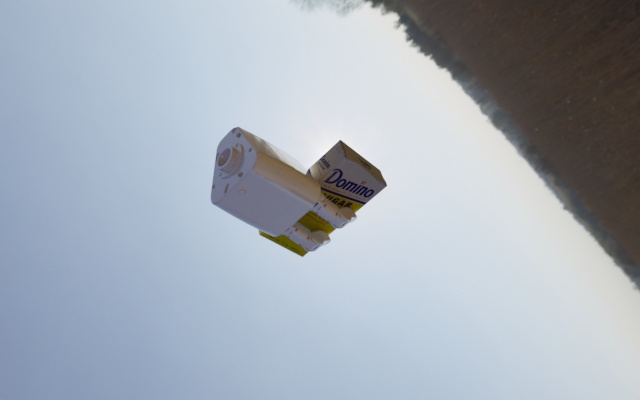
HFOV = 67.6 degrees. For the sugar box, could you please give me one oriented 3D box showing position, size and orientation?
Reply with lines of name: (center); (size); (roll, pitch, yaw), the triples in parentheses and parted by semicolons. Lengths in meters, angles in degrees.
sugar box: (0.000, 0.003, 0.690); (0.176, 0.048, 0.093); (-40, -50, 23)
